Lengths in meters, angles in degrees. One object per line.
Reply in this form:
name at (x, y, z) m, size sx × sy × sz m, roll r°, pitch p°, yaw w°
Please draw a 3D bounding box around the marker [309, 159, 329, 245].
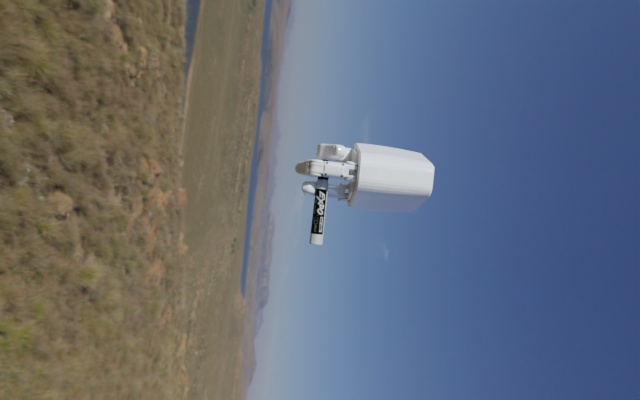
marker at (0.000, 0.002, 0.678) m, size 0.020 × 0.121 × 0.020 m, roll 6°, pitch 1°, yaw 0°
